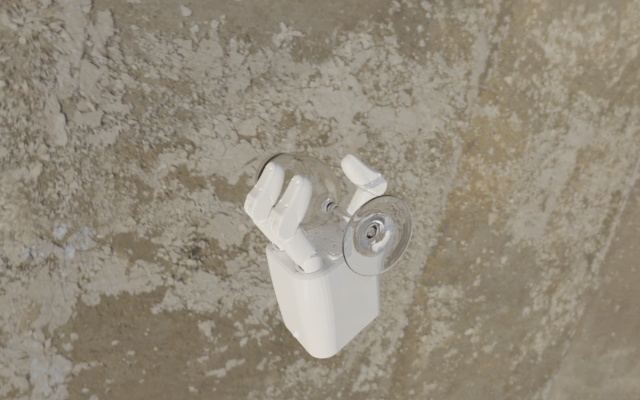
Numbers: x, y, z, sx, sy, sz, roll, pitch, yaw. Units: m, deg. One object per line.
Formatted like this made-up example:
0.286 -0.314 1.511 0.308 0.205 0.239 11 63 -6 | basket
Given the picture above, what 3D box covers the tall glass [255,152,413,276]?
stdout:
0.000 0.002 0.487 0.079 0.079 0.201 0 18 -32 | tall glass
